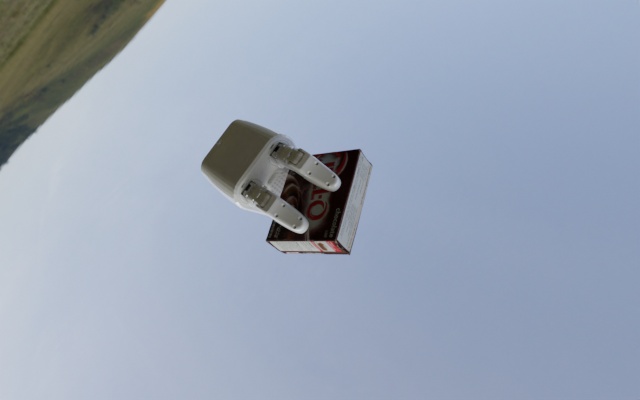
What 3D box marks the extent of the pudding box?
[{"bbox_3d":[0.000,0.002,0.516,0.090,0.113,0.039,-4,-30,35],"label":"pudding box"}]
